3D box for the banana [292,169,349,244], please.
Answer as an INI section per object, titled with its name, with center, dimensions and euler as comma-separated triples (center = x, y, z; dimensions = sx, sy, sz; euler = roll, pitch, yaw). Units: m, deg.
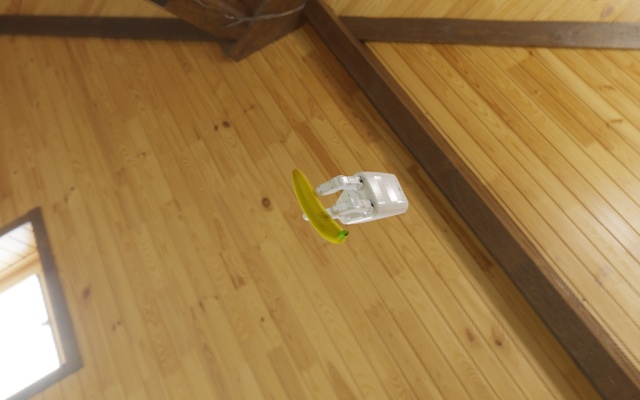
[banana]
center = -0.002, 0.019, 0.897
dimensions = 0.037, 0.070, 0.197
euler = -13, 45, -31
